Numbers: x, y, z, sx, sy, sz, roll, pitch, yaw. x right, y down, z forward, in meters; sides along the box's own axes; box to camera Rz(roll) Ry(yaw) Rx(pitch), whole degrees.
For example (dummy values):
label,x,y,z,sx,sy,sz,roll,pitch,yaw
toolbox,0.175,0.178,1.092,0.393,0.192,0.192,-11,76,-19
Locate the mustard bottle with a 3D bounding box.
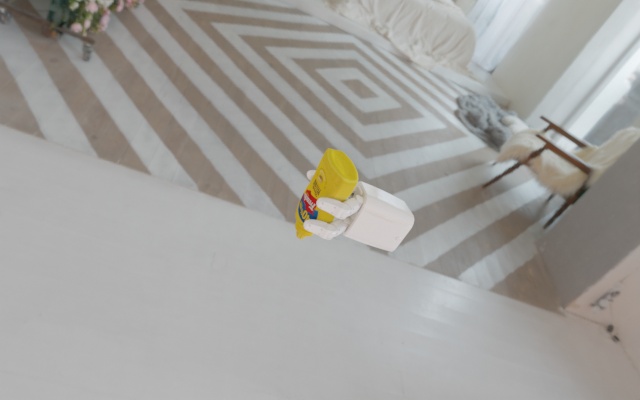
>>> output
label,x,y,z,sx,sy,sz,roll,pitch,yaw
mustard bottle,0.000,0.003,0.899,0.058,0.192,0.096,7,40,-31
